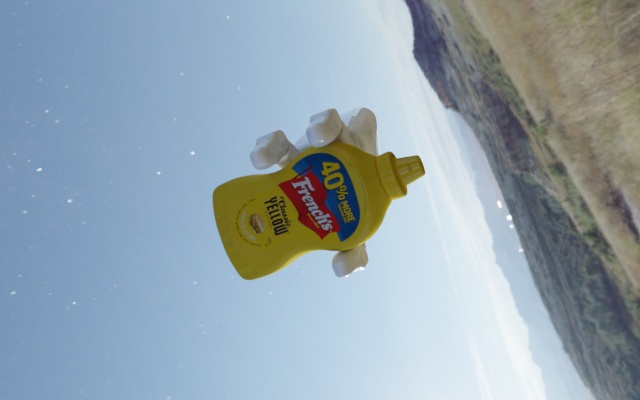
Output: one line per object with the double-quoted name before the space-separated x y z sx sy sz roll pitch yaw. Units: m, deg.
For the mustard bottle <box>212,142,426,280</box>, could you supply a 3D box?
"mustard bottle" 0.000 0.002 0.428 0.191 0.096 0.058 -20 -4 20
